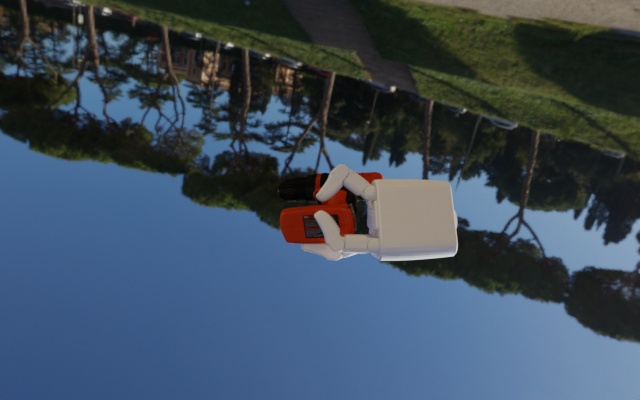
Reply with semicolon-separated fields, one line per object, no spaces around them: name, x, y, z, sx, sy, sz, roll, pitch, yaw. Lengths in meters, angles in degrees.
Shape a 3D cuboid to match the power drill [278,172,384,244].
power drill;0.000;0.003;0.743;0.184;0.057;0.187;-4;22;16
